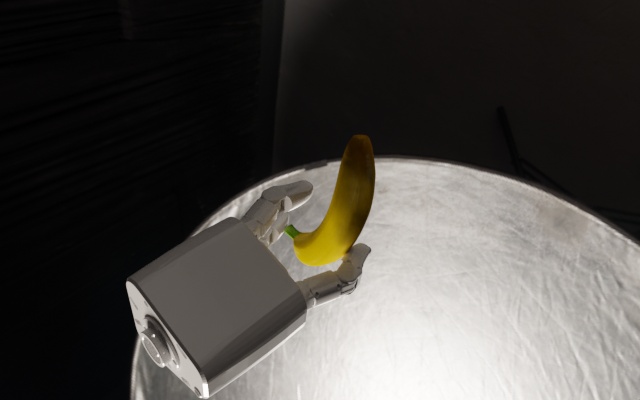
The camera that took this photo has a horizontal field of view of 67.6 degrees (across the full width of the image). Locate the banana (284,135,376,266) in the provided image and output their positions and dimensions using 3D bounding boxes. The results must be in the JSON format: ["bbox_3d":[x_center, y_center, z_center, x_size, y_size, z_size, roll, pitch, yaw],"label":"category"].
[{"bbox_3d":[0.010,0.018,0.458,0.037,0.069,0.198,-29,-13,-35],"label":"banana"}]
